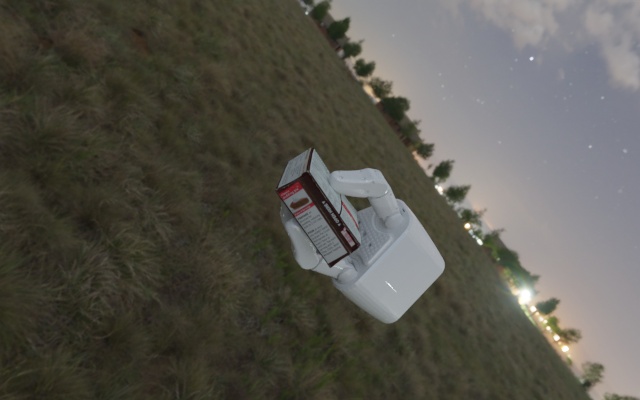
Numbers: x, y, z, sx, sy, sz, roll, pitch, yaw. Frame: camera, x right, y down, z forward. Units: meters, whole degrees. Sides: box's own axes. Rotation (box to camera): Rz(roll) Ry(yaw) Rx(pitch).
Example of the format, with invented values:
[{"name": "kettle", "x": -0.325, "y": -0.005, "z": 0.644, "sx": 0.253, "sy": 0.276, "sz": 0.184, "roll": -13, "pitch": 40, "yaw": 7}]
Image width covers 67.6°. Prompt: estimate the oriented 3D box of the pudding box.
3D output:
[{"name": "pudding box", "x": 0.000, "y": 0.002, "z": 0.472, "sx": 0.039, "sy": 0.090, "sz": 0.113, "roll": -33, "pitch": 13, "yaw": 9}]
